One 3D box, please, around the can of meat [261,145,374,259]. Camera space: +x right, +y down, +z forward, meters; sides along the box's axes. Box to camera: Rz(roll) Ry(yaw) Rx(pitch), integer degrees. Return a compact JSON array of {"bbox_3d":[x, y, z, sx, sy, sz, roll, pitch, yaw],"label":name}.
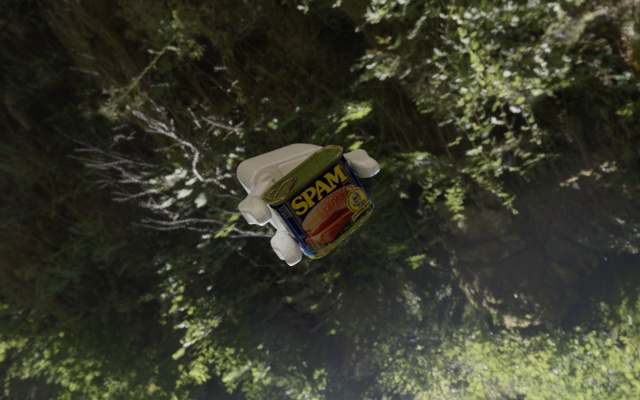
[{"bbox_3d":[0.000,0.002,0.533,0.102,0.084,0.057,-39,22,-13],"label":"can of meat"}]
